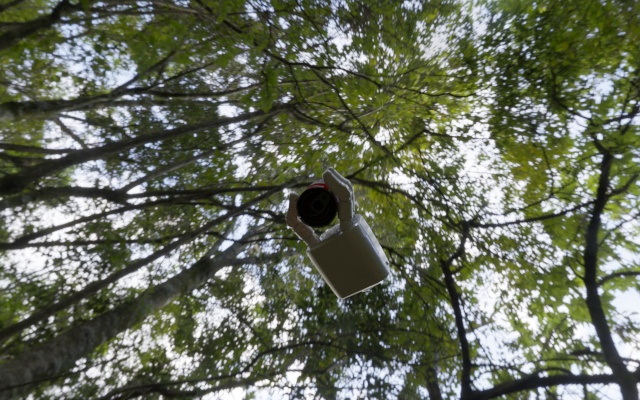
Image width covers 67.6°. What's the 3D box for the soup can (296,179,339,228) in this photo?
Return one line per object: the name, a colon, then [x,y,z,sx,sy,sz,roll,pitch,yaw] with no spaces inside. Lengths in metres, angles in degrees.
soup can: [0.000,0.002,0.824,0.068,0.068,0.102,0,11,7]
